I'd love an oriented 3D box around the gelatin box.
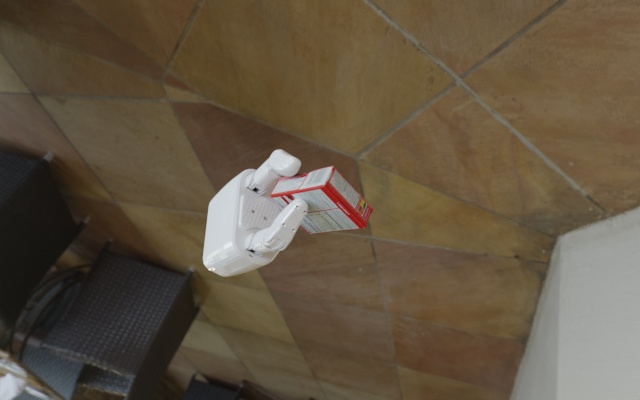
[{"bbox_3d":[0.000,0.002,0.517,0.089,0.030,0.073,-9,-45,45],"label":"gelatin box"}]
